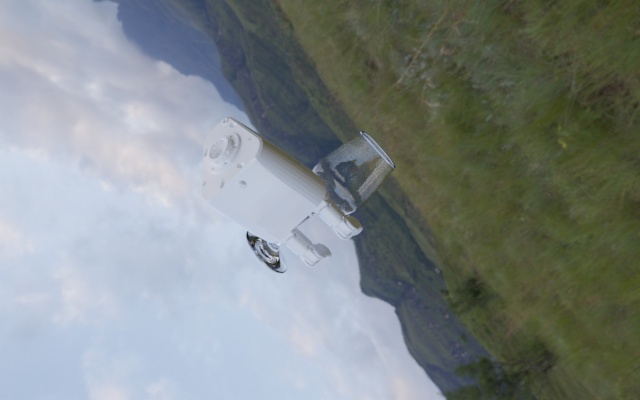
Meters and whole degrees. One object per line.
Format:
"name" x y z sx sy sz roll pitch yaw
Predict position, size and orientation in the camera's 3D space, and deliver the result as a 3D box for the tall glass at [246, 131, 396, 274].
"tall glass" 0.000 0.002 0.607 0.201 0.079 0.079 -42 -12 14
